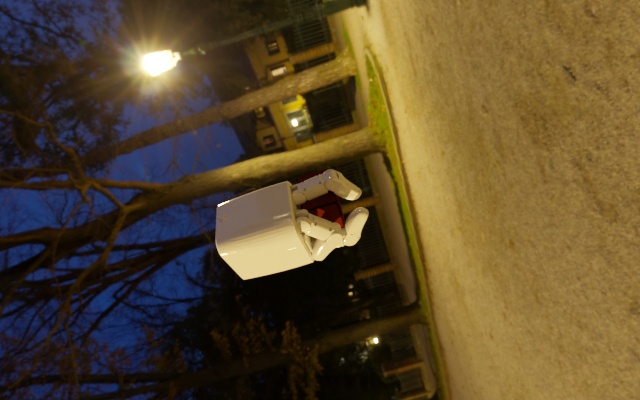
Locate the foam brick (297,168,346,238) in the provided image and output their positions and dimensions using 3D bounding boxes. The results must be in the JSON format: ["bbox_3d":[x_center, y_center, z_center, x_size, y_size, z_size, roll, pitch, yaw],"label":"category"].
[{"bbox_3d":[0.000,0.002,0.673,0.051,0.053,0.078,-17,40,4],"label":"foam brick"}]
